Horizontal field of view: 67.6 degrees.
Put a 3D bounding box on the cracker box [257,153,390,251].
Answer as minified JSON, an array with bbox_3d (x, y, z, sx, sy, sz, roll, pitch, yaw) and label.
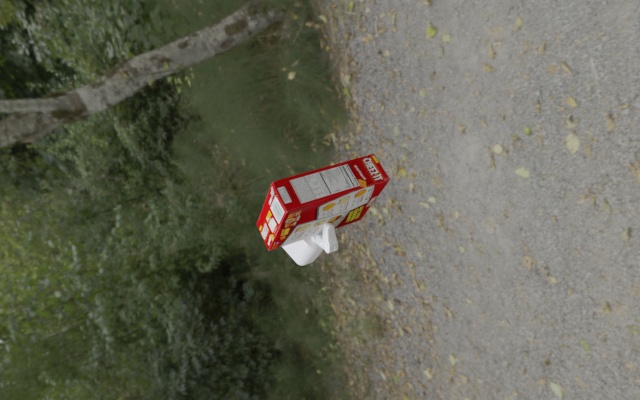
[{"bbox_3d":[0.000,0.003,0.892,0.213,0.072,0.164,-18,-22,-26],"label":"cracker box"}]
